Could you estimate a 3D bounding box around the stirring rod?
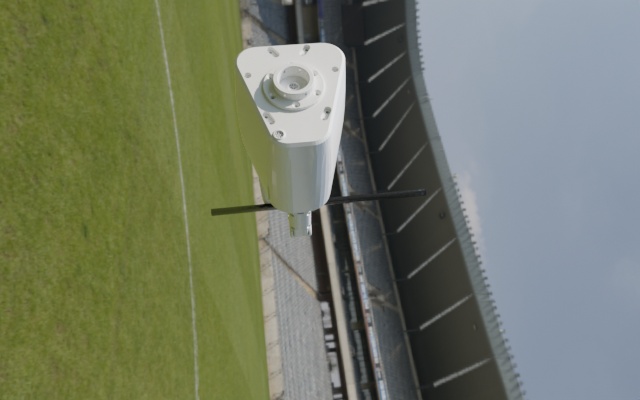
[{"bbox_3d":[0.000,0.002,0.533,0.239,0.011,0.011,-5,0,-5],"label":"stirring rod"}]
